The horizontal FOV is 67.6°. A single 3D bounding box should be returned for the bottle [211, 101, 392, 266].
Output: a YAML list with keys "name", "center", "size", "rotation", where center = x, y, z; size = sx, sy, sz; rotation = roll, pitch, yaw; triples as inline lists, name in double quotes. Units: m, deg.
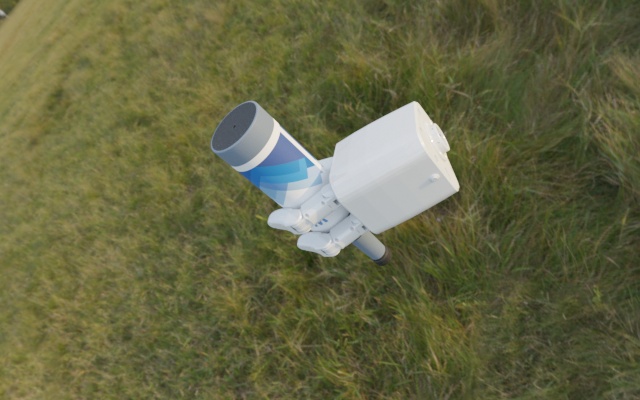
- name: "bottle"
  center: [0.000, 0.002, 0.573]
  size: [0.069, 0.069, 0.296]
  rotation: [0, -32, 45]
